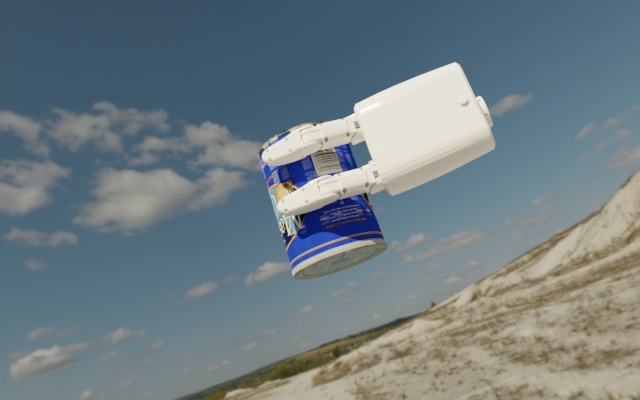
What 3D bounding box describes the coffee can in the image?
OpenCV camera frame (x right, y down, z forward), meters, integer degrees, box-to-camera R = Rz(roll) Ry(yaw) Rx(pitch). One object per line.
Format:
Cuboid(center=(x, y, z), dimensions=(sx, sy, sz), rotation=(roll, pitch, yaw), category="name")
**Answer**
Cuboid(center=(0.000, 0.002, 0.514), dimensions=(0.103, 0.140, 0.103), rotation=(-17, -17, -5), category="coffee can")
